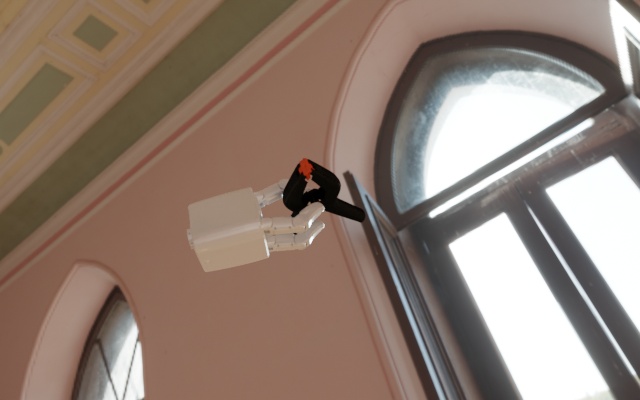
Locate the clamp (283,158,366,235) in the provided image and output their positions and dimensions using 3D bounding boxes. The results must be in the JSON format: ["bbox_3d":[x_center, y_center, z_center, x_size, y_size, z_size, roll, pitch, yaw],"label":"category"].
[{"bbox_3d":[0.000,0.002,0.781,0.164,0.036,0.210,-16,-33,-10],"label":"clamp"}]
